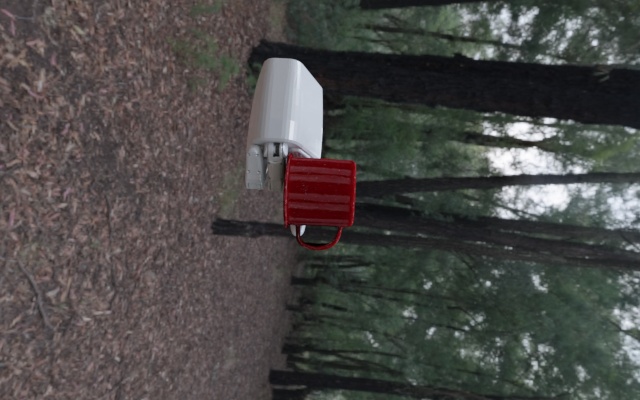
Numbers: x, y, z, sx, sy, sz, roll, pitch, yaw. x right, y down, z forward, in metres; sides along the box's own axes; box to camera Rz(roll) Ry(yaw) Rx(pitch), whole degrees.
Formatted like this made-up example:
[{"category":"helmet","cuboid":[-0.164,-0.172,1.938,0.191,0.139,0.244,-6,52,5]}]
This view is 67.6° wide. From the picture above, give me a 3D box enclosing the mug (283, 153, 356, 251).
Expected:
[{"category":"mug","cuboid":[0.000,0.003,0.578,0.081,0.117,0.093,3,-8,2]}]
